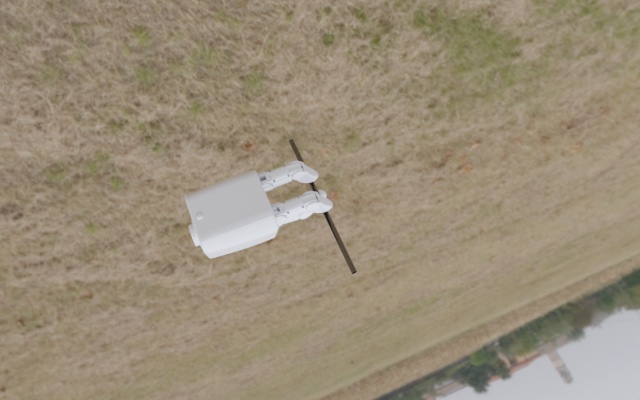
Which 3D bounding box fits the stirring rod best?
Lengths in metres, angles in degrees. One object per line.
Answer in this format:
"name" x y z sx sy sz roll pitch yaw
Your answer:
"stirring rod" 0.000 0.002 0.718 0.011 0.239 0.011 -21 -25 -10
